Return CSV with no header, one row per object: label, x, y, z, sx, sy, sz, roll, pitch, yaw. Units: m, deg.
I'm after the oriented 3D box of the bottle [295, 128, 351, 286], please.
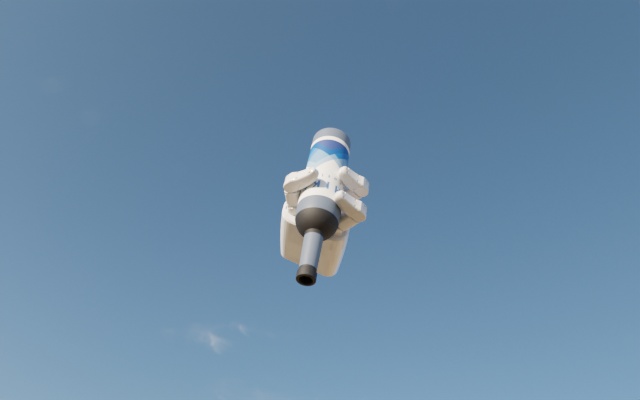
bottle,0.000,0.002,0.731,0.069,0.069,0.295,5,45,5
